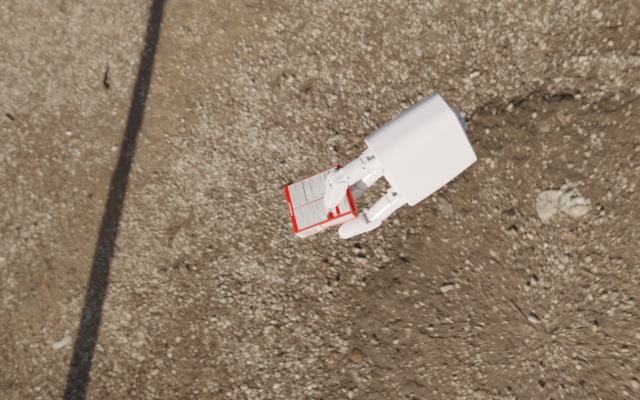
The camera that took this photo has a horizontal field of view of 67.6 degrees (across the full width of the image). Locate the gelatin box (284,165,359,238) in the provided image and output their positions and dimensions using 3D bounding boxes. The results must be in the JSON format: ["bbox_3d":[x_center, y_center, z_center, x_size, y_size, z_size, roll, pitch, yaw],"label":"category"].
[{"bbox_3d":[0.000,0.002,0.656,0.089,0.073,0.030,-21,-24,13],"label":"gelatin box"}]
